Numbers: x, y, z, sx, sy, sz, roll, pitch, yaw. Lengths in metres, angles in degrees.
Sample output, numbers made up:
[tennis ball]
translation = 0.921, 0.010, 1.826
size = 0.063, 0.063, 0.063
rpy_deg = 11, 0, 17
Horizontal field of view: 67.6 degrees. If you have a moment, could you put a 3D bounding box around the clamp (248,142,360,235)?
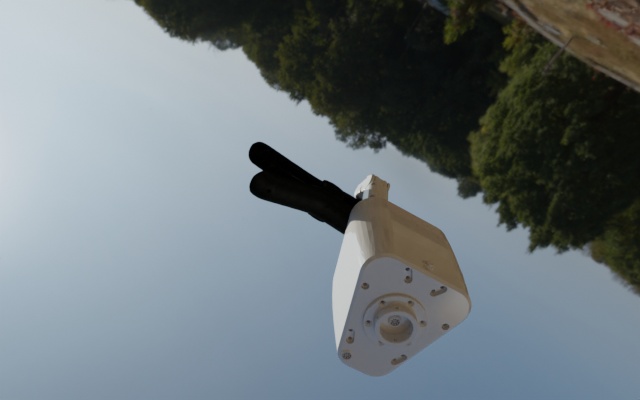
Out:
[clamp]
translation = 0.000, 0.002, 0.466
size = 0.171, 0.039, 0.120
rpy_deg = 28, 20, -9
